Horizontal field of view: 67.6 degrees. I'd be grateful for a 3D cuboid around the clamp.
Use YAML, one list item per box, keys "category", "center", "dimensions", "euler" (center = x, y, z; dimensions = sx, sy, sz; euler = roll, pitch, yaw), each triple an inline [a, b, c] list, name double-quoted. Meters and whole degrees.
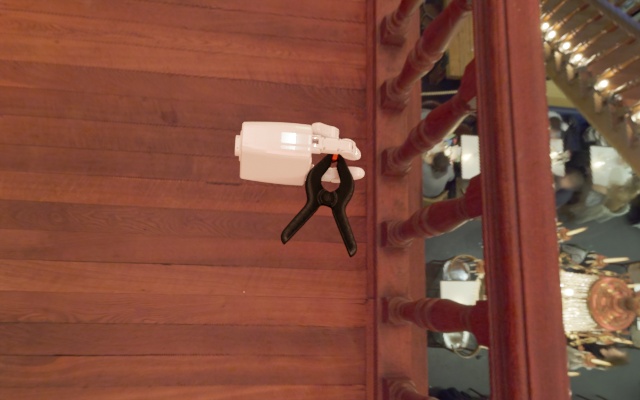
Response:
- category: "clamp"
  center: [0.000, 0.002, 0.757]
  dimensions: [0.120, 0.171, 0.039]
  euler: [4, -11, -9]
